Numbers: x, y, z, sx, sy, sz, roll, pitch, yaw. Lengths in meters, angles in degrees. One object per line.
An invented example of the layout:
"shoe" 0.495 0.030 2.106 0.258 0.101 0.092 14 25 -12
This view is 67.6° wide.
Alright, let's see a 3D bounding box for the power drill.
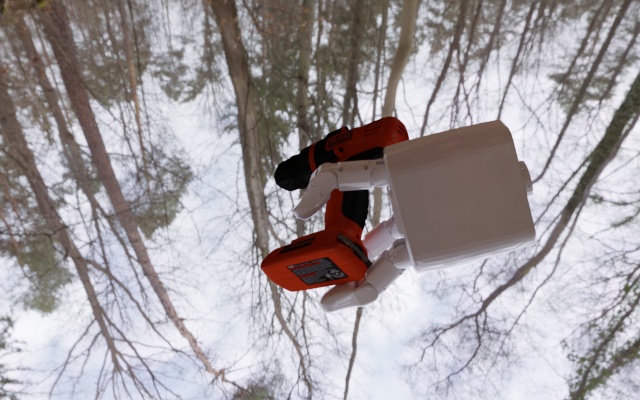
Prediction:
"power drill" 0.000 0.002 0.510 0.184 0.187 0.057 -19 -49 38
